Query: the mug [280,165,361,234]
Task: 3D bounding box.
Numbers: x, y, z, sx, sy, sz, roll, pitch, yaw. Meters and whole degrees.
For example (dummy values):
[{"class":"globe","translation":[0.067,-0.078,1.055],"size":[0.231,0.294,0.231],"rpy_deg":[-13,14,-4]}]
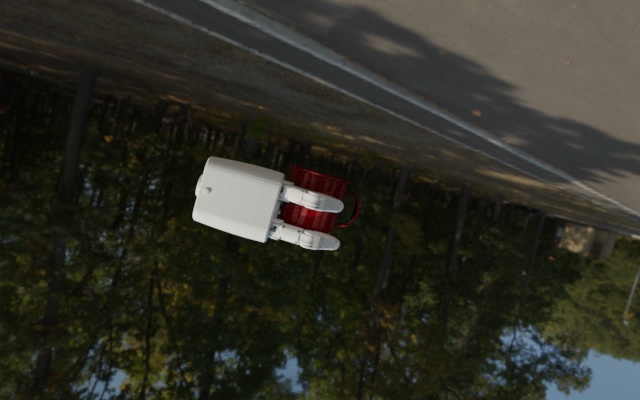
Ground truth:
[{"class":"mug","translation":[0.001,0.003,0.699],"size":[0.117,0.081,0.093],"rpy_deg":[16,4,-5]}]
